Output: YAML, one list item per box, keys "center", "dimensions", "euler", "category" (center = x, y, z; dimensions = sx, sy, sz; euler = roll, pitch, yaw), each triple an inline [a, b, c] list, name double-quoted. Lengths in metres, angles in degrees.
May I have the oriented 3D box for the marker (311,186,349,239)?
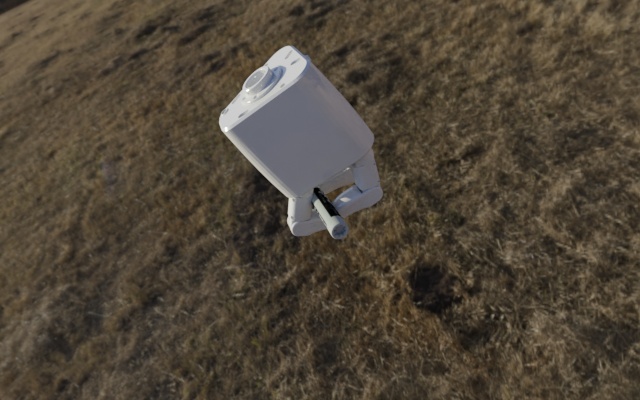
- center: [0.000, 0.002, 0.515]
  dimensions: [0.020, 0.020, 0.121]
  euler: [0, 28, -21]
  category: "marker"
